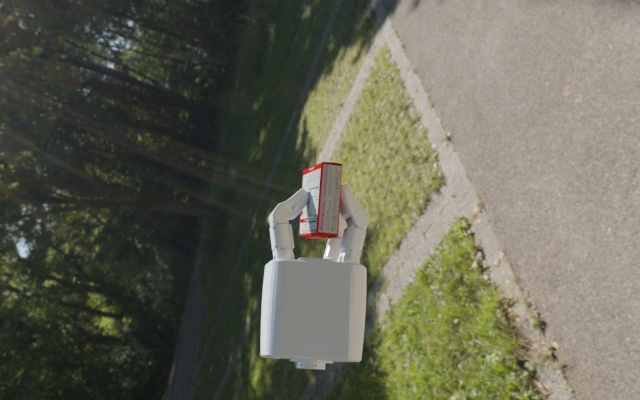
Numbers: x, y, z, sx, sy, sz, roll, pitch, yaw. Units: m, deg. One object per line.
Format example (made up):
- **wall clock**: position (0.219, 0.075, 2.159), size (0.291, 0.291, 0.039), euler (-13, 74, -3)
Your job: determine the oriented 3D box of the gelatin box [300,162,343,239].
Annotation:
- **gelatin box**: position (0.000, 0.002, 0.587), size (0.030, 0.089, 0.073), euler (5, -6, -18)
